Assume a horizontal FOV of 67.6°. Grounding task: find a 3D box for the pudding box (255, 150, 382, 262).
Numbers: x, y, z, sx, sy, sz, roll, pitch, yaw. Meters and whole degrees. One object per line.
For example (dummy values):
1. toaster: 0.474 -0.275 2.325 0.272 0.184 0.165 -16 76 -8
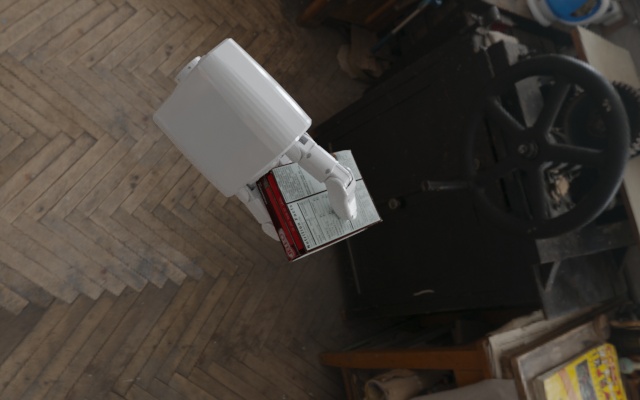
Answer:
1. pudding box: 0.000 0.001 0.490 0.113 0.090 0.039 -19 -7 -38
